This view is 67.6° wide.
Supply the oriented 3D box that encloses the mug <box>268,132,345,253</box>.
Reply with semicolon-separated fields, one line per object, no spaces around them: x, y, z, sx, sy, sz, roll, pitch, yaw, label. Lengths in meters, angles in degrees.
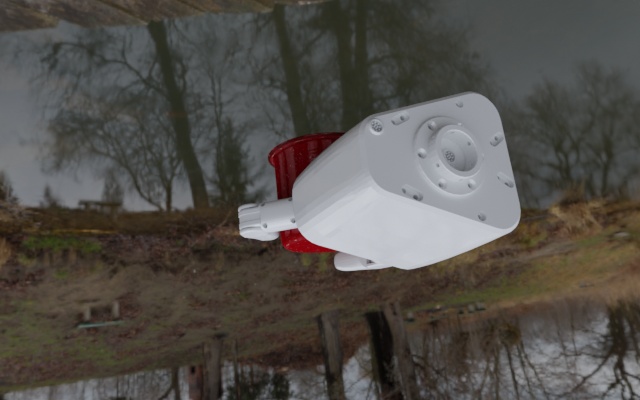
-0.001;0.002;0.419;0.093;0.081;0.117;0;-17;-22;mug
